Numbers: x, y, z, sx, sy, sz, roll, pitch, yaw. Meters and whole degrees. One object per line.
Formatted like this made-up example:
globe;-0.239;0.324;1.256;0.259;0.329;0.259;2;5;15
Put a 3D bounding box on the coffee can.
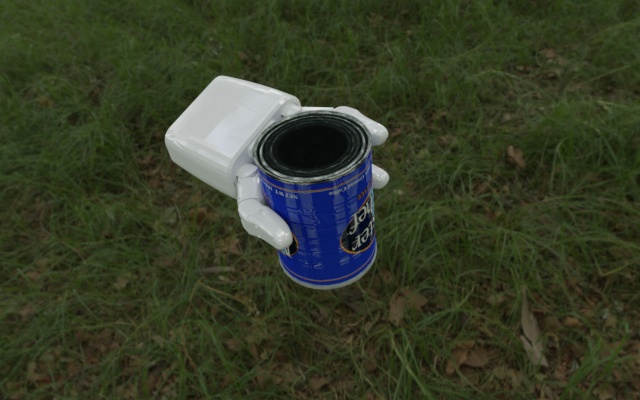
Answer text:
coffee can;0.000;0.002;0.453;0.103;0.140;0.102;-4;43;4
